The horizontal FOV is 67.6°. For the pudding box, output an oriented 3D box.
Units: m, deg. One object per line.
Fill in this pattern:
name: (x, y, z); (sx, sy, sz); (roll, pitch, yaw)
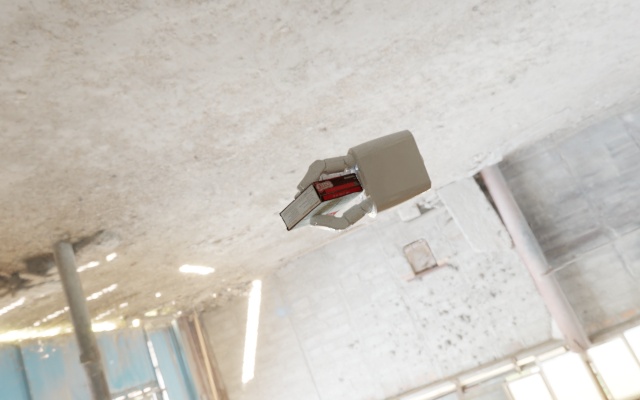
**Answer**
pudding box: (0.000, 0.003, 0.754); (0.090, 0.039, 0.113); (-14, -19, -39)
